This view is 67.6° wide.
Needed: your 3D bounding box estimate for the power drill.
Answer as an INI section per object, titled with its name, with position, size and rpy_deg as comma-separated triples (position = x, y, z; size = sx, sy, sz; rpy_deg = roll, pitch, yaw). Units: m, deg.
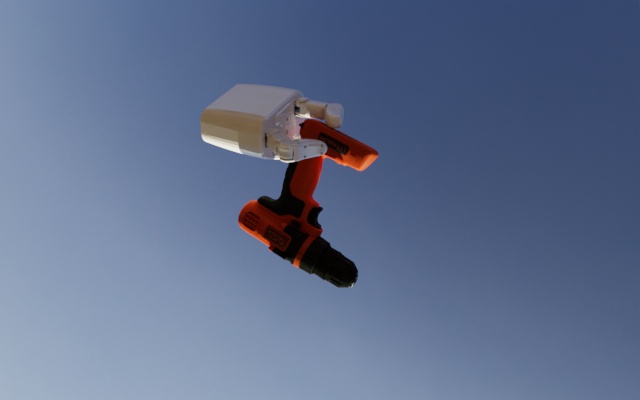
[power drill]
position = 0.000, 0.002, 0.631
size = 0.184, 0.188, 0.057
rpy_deg = 30, 11, 11
